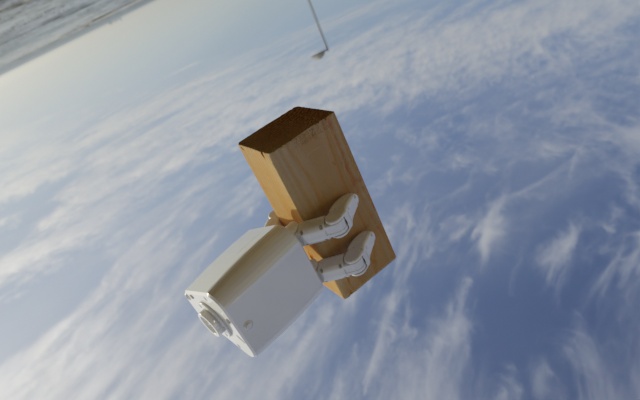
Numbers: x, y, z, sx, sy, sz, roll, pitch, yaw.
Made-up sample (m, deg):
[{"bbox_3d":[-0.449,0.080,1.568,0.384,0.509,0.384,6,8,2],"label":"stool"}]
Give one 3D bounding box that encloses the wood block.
[{"bbox_3d":[0.000,0.002,0.570,0.090,0.206,0.091,-36,29,-19],"label":"wood block"}]
